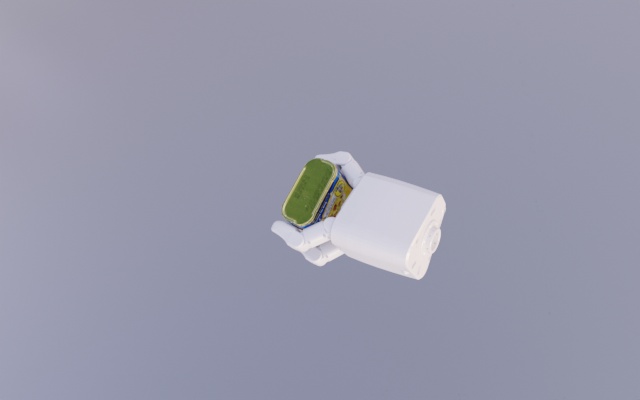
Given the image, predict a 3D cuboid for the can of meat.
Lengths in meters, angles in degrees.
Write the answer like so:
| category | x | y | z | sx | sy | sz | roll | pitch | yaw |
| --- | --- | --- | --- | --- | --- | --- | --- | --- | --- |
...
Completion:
| category | x | y | z | sx | sy | sz | roll | pitch | yaw |
| --- | --- | --- | --- | --- | --- | --- | --- | --- | --- |
| can of meat | 0.000 | 0.002 | 0.661 | 0.057 | 0.102 | 0.084 | 21 | -12 | 31 |
